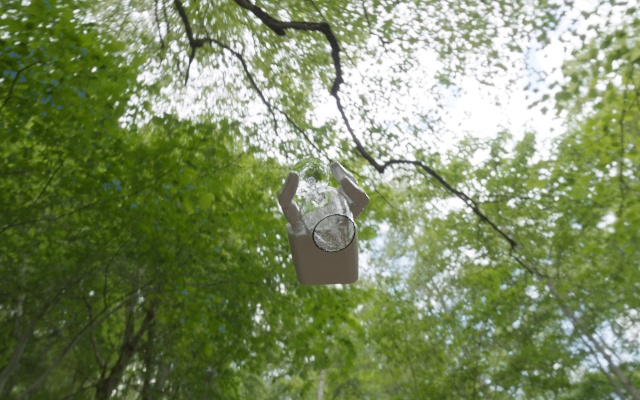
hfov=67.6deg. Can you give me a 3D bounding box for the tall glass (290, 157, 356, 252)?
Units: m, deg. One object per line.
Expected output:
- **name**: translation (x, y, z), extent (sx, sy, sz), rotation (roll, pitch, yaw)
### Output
- **tall glass**: translation (0.000, 0.002, 0.749), extent (0.079, 0.079, 0.201), rotation (0, 26, -12)
